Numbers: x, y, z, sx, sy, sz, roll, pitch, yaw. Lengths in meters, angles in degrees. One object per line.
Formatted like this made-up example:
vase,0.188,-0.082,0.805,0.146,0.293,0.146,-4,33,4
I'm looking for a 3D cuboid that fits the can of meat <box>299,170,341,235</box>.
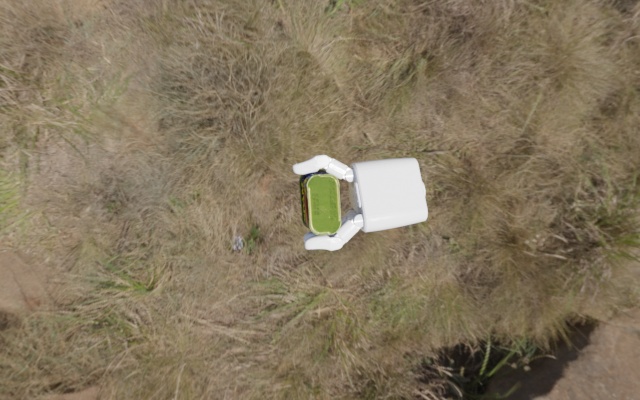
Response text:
can of meat,0.000,0.002,0.779,0.057,0.102,0.084,-5,7,-8
